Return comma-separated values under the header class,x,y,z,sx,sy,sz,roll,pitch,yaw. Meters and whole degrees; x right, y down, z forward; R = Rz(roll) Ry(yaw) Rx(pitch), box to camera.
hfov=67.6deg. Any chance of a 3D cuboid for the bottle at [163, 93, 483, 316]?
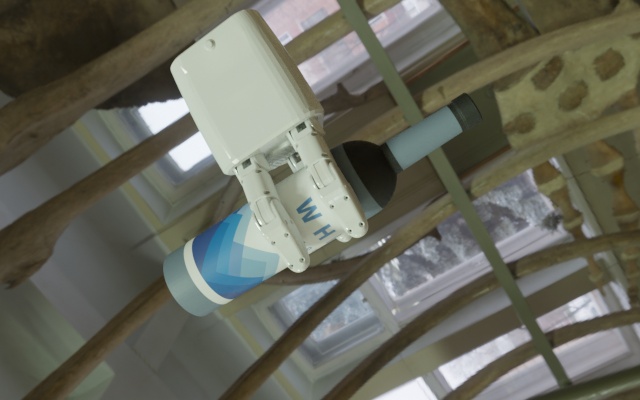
class,x,y,z,sx,sy,sz,roll,pitch,yaw
bottle,0.000,0.002,0.411,0.296,0.069,0.069,-32,-8,12
